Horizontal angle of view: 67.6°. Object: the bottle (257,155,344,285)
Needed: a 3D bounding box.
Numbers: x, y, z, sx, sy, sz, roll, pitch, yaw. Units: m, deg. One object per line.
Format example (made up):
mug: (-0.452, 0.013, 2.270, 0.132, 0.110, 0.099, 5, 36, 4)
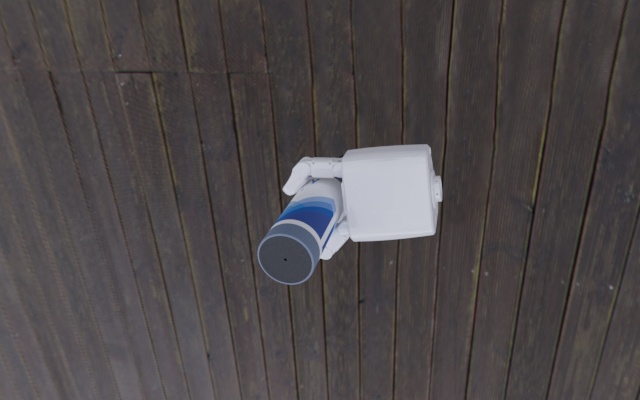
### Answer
bottle: (0.000, 0.002, 0.653, 0.069, 0.069, 0.295, 0, 26, 17)
